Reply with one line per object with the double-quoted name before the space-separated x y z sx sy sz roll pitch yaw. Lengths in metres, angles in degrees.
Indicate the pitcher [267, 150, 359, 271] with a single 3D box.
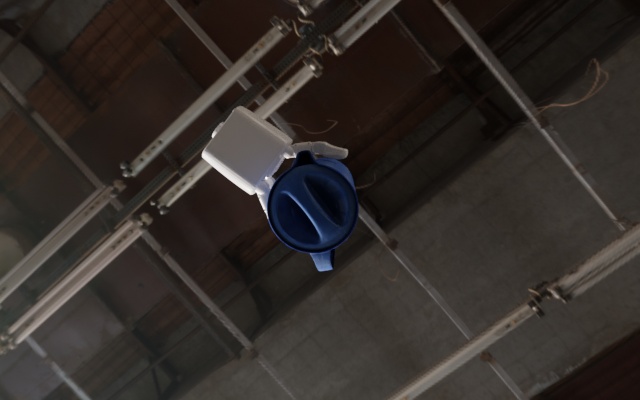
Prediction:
"pitcher" 0.000 0.002 0.798 0.145 0.149 0.243 34 12 -1
